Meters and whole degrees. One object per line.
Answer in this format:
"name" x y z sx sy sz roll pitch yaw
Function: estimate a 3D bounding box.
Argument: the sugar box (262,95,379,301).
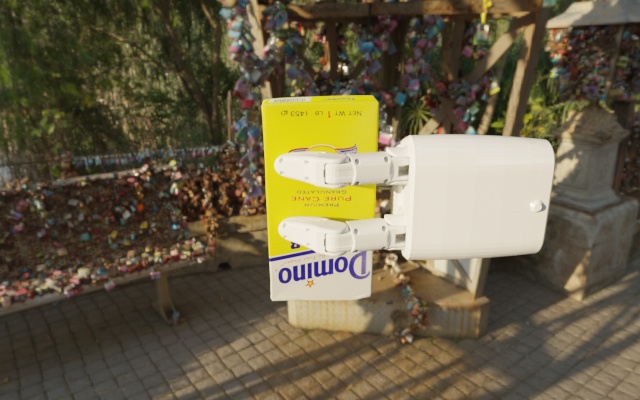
"sugar box" 0.000 0.001 0.410 0.093 0.176 0.048 -1 18 -1
